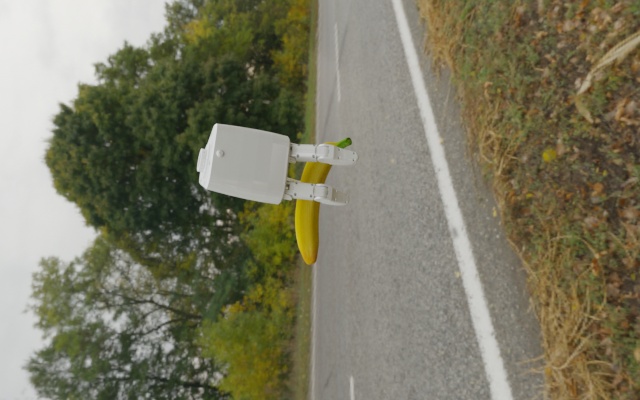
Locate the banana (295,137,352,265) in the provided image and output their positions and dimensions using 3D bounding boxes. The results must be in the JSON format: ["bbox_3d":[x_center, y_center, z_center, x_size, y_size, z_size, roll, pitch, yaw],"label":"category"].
[{"bbox_3d":[-0.009,-0.005,0.725,0.037,0.198,0.069,11,7,-33],"label":"banana"}]
